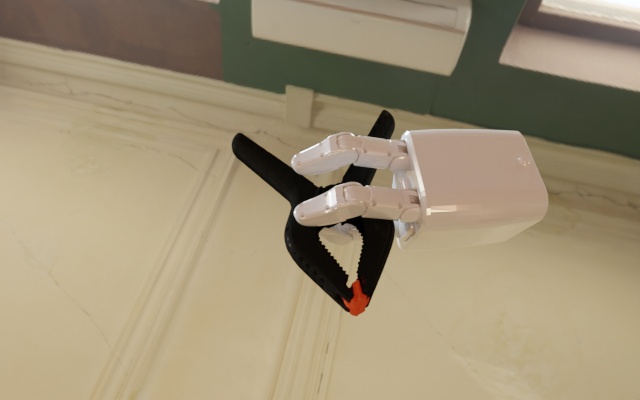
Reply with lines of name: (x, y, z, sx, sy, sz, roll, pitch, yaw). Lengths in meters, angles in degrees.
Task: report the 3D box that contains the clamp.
clamp: (0.000, 0.002, 0.430, 0.164, 0.209, 0.036, -5, -36, 0)
